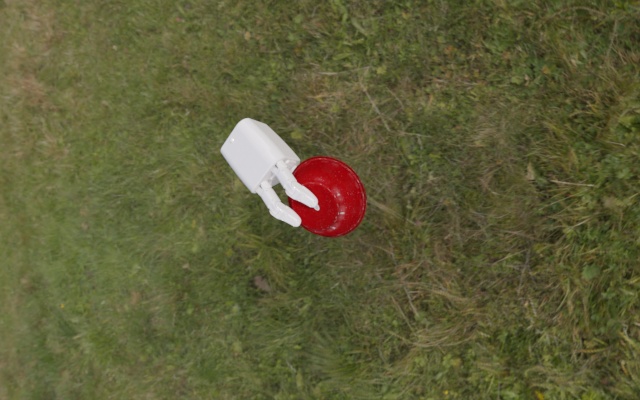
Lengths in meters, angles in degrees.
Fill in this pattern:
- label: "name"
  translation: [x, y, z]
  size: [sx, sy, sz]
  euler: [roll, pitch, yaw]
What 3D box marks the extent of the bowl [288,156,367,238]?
- label: "bowl"
  translation: [0.001, 0.004, 0.875]
  size: [0.162, 0.162, 0.055]
  euler: [0, 19, 24]
